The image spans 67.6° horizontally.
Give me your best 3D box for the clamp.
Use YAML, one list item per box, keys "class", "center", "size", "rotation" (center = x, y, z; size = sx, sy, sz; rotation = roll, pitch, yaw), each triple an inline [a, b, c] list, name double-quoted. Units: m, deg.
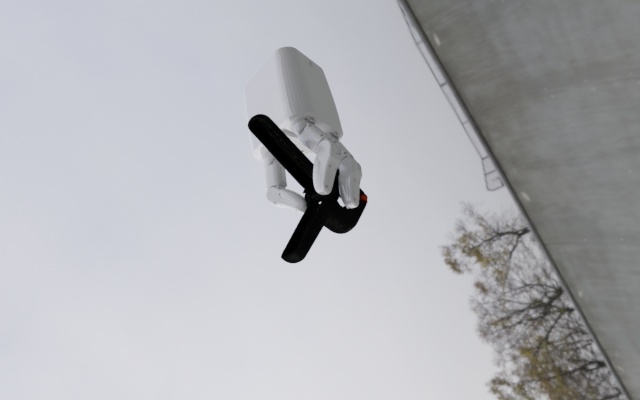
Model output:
- class: "clamp"
  center: [0.000, 0.002, 0.564]
  size: [0.036, 0.164, 0.210]
  rotation: [-23, -23, 28]
